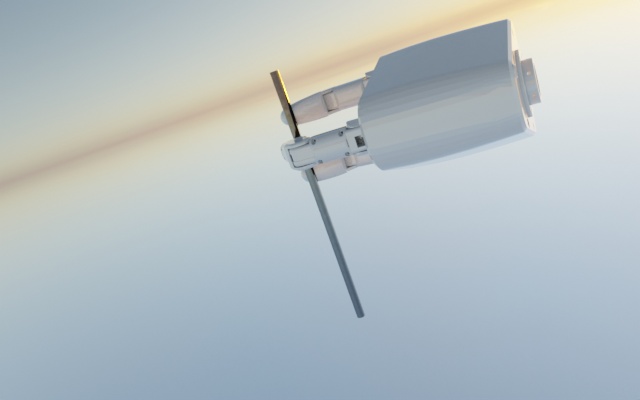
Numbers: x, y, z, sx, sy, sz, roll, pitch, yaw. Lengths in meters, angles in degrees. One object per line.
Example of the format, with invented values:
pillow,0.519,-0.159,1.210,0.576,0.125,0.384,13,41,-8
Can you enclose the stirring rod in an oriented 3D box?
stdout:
stirring rod,0.000,0.001,0.430,0.011,0.239,0.011,-18,15,5
